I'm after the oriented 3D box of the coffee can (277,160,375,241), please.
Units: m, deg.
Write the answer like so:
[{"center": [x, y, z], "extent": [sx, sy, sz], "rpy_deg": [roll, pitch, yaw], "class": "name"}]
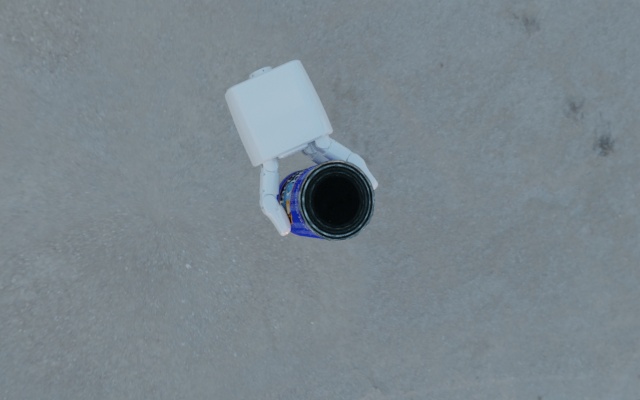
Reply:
[{"center": [0.000, 0.002, 0.659], "extent": [0.103, 0.103, 0.140], "rpy_deg": [0, -2, -18], "class": "coffee can"}]
